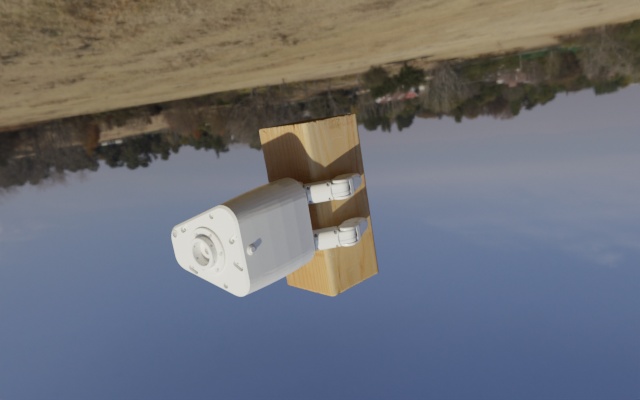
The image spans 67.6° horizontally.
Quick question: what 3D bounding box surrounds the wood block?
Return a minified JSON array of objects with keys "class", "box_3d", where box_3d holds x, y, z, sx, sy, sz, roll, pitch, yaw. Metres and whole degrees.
[{"class":"wood block","box_3d":[0.000,0.002,0.604,0.090,0.206,0.091,-19,15,-41]}]
